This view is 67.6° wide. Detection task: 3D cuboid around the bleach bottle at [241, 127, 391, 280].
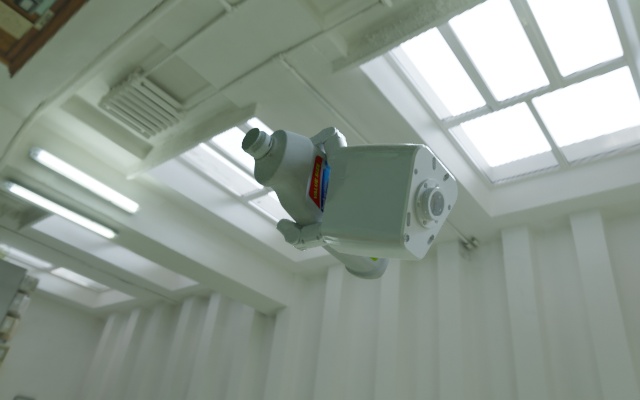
[{"bbox_3d":[0.000,0.002,0.579,0.068,0.102,0.251,3,-27,46],"label":"bleach bottle"}]
